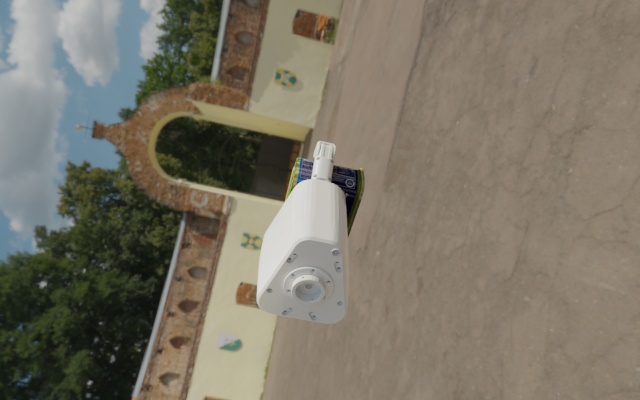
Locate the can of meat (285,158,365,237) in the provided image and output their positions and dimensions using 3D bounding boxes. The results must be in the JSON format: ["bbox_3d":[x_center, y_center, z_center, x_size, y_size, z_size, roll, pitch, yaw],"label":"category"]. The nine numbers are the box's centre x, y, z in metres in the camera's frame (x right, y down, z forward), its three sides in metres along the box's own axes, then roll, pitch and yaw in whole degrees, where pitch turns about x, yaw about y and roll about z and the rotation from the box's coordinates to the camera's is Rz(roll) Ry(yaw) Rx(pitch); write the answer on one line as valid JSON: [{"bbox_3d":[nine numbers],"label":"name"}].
[{"bbox_3d":[0.000,0.002,0.590,0.084,0.102,0.057,11,34,-7],"label":"can of meat"}]
